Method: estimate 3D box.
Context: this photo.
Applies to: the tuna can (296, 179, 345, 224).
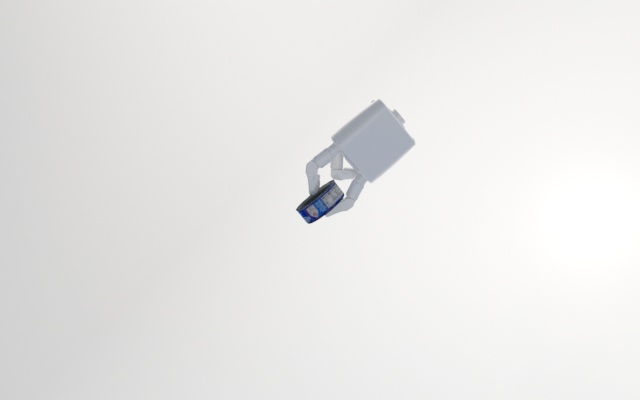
[{"bbox_3d":[0.000,0.003,0.831,0.086,0.034,0.086,-38,8,7],"label":"tuna can"}]
